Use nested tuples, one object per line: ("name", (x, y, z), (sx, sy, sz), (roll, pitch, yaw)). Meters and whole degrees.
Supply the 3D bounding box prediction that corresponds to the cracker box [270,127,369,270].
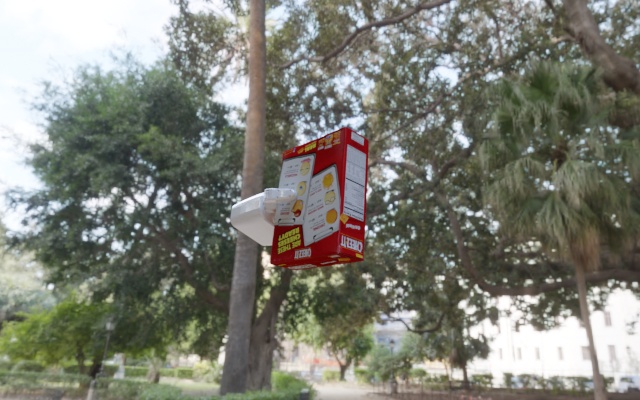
("cracker box", (0.000, 0.002, 0.812), (0.072, 0.213, 0.164), (21, -25, -40))
